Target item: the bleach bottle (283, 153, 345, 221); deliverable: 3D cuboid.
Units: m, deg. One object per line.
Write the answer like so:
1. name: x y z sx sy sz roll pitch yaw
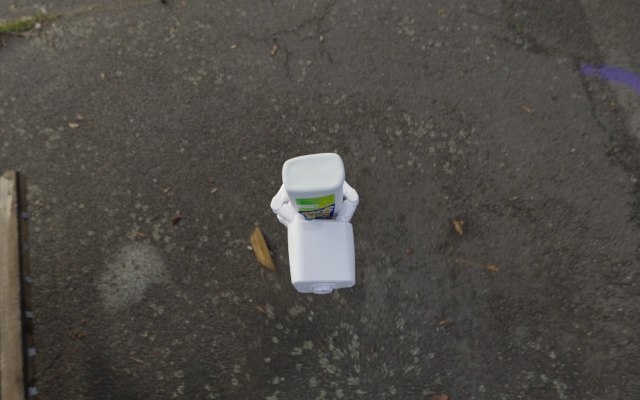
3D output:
1. bleach bottle: 0.000 0.003 0.863 0.102 0.068 0.251 -6 -22 5
